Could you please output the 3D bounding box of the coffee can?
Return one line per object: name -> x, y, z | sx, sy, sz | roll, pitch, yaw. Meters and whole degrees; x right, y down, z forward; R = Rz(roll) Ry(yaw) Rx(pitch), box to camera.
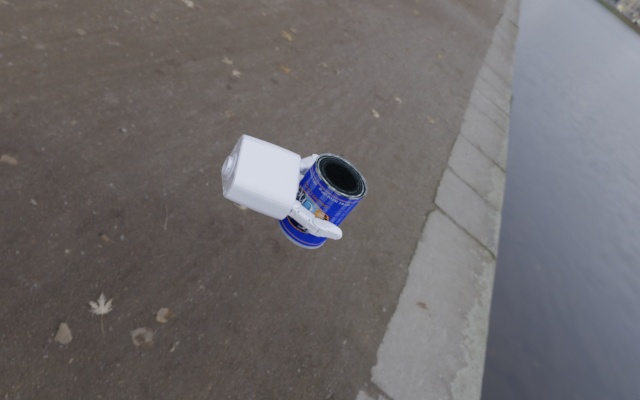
coffee can -> 0.000, 0.003, 0.833 | 0.103, 0.102, 0.140 | 0, -40, -42
